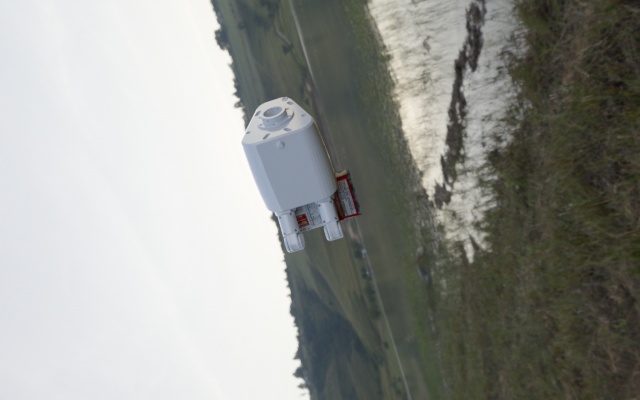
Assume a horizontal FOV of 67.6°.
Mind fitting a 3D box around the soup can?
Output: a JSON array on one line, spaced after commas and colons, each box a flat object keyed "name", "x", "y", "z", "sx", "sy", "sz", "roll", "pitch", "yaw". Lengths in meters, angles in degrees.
[{"name": "soup can", "x": 0.000, "y": 0.003, "z": 0.671, "sx": 0.102, "sy": 0.068, "sz": 0.068, "roll": -17, "pitch": -1, "yaw": 3}]
